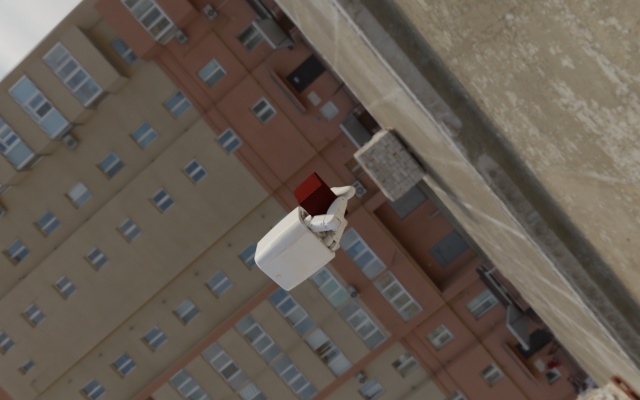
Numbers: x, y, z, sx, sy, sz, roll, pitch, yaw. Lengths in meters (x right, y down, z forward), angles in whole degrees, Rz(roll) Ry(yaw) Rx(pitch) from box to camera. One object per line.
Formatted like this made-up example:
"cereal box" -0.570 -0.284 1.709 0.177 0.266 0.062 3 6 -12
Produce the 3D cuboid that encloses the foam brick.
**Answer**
"foam brick" 0.000 0.002 0.806 0.051 0.078 0.053 -39 30 7
